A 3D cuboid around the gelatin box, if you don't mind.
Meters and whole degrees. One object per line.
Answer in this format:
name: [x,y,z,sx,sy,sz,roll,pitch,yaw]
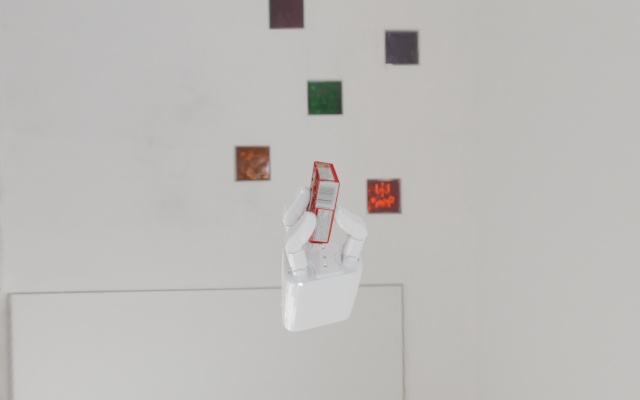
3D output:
gelatin box: [0.001,0.002,0.629,0.030,0.089,0.073,7,23,-8]
